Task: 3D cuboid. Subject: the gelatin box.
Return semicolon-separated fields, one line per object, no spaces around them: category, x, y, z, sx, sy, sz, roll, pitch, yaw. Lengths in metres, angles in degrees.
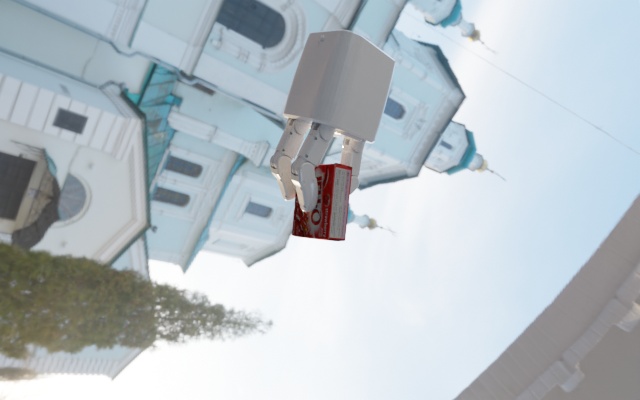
gelatin box;0.000;0.002;0.569;0.030;0.089;0.073;8;-4;-38
